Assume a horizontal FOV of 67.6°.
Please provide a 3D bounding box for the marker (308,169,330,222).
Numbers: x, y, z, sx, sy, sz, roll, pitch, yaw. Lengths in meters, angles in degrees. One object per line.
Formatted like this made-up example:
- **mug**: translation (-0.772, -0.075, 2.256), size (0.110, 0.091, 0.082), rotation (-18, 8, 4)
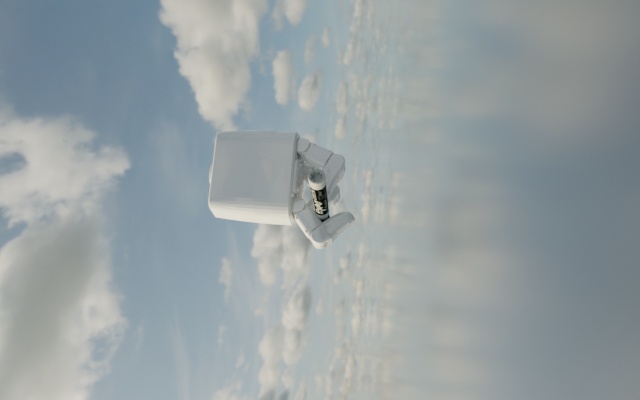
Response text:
- **marker**: translation (0.000, 0.002, 0.564), size (0.020, 0.020, 0.121), rotation (0, -28, 5)
